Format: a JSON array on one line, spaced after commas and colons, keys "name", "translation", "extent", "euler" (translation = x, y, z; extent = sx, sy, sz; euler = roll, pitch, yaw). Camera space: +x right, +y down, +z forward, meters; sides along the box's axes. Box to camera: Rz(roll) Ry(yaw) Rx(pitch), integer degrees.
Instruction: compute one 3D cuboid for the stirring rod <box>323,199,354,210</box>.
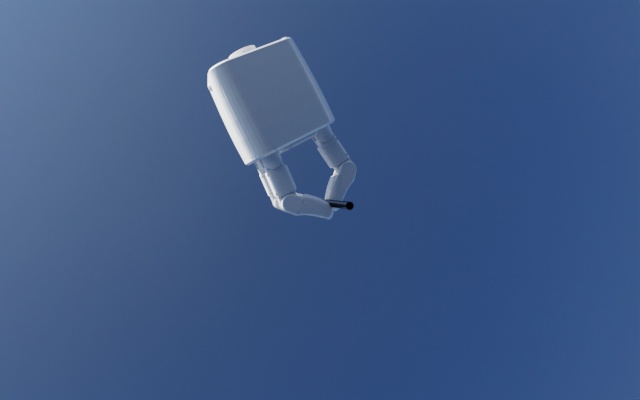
[{"name": "stirring rod", "translation": [0.000, 0.002, 0.575], "extent": [0.011, 0.011, 0.239], "euler": [0, 2, -14]}]
